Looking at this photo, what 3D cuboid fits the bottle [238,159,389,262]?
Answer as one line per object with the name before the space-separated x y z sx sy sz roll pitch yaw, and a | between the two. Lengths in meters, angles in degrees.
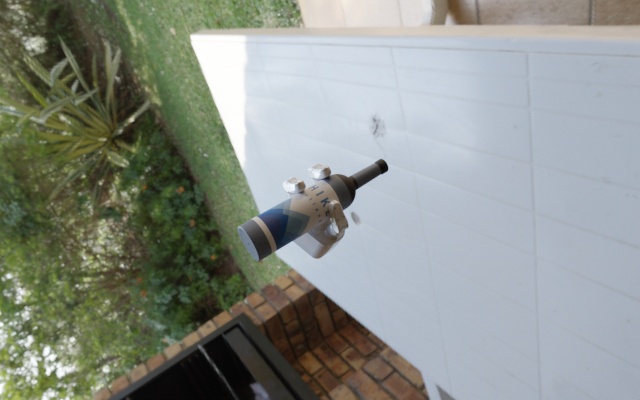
bottle | 0.000 0.003 0.833 0.295 0.069 0.069 -30 12 -22
